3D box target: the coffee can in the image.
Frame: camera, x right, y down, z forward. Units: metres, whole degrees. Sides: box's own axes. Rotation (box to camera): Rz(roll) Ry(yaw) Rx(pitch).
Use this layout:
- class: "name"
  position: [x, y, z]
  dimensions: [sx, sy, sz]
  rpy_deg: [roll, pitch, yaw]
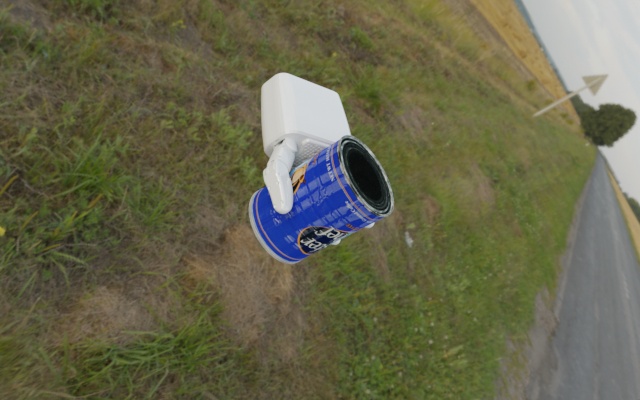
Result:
- class: "coffee can"
  position: [0.000, 0.002, 0.565]
  dimensions: [0.140, 0.102, 0.103]
  rpy_deg: [-30, -16, 29]
